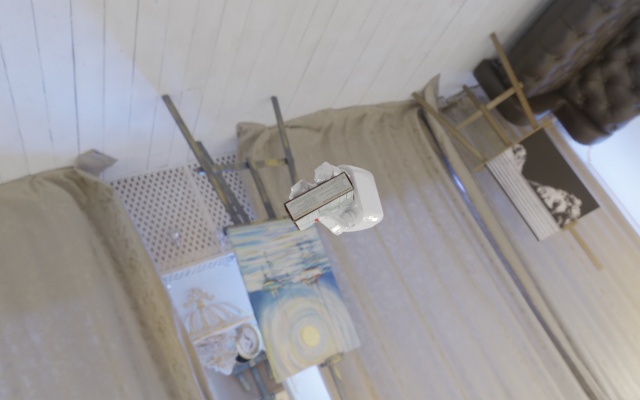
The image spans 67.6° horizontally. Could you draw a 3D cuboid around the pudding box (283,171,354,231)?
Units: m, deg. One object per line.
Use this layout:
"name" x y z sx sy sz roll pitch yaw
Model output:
"pudding box" 0.000 0.003 0.783 0.113 0.039 0.090 -30 -13 -4
